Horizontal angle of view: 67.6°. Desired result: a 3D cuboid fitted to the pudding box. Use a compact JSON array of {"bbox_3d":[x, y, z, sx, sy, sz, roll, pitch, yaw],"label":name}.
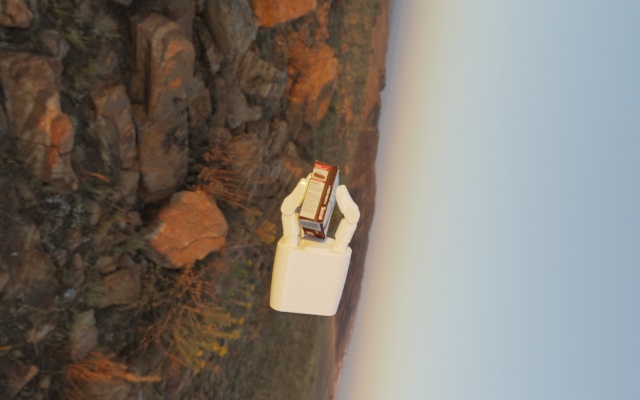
[{"bbox_3d":[0.000,0.002,0.712,0.039,0.090,0.113,14,-14,5],"label":"pudding box"}]
